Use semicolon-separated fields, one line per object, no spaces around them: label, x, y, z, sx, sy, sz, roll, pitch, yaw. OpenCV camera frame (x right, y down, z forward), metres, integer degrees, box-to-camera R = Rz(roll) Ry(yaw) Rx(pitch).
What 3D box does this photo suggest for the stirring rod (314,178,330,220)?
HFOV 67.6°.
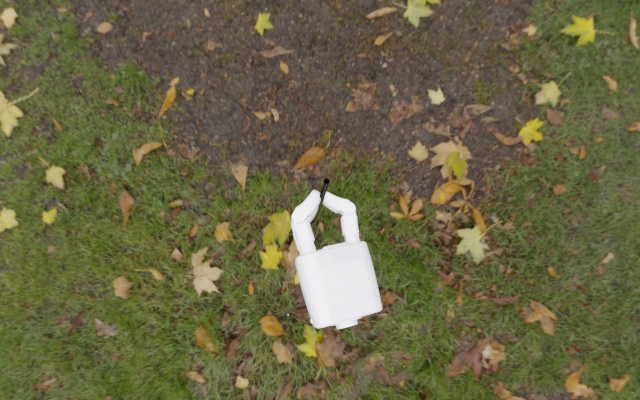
stirring rod;0.000;0.003;0.745;0.011;0.011;0.239;0;-13;-4
